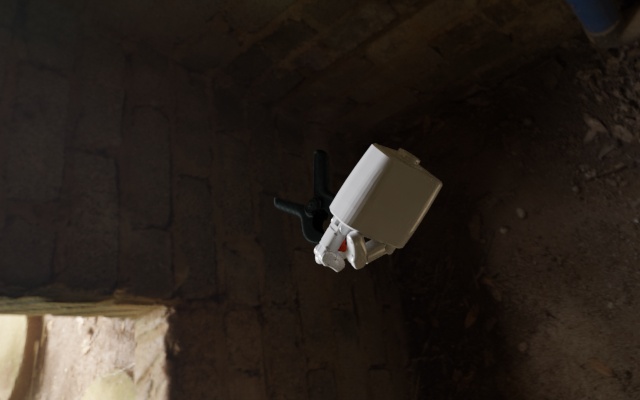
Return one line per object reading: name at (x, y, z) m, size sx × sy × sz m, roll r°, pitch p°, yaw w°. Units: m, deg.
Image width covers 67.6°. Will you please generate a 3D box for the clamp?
clamp at (0.000, 0.002, 0.711) m, size 0.039 × 0.120 × 0.171 m, roll 16°, pitch 22°, yaw -44°
